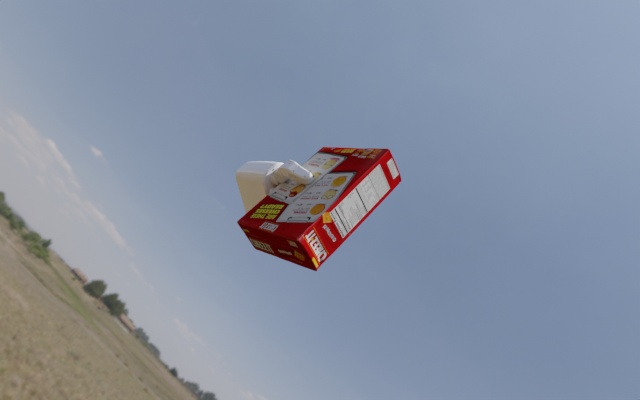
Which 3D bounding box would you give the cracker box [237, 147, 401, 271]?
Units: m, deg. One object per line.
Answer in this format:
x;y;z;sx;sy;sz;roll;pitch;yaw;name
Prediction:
0.000;0.002;0.754;0.213;0.072;0.164;-44;31;-26;cracker box
